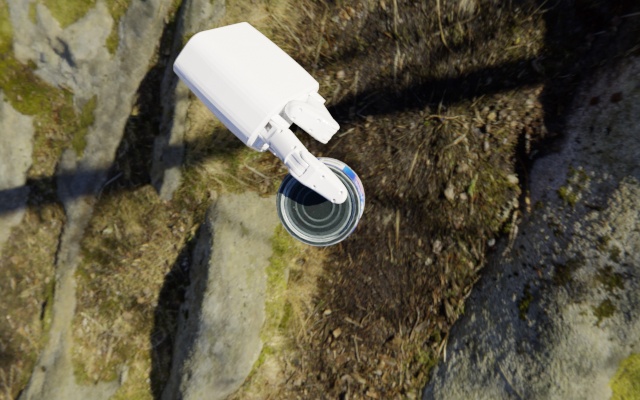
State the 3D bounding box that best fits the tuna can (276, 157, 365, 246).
[{"bbox_3d":[0.000,0.002,0.476,0.086,0.086,0.033,0,13,10],"label":"tuna can"}]
